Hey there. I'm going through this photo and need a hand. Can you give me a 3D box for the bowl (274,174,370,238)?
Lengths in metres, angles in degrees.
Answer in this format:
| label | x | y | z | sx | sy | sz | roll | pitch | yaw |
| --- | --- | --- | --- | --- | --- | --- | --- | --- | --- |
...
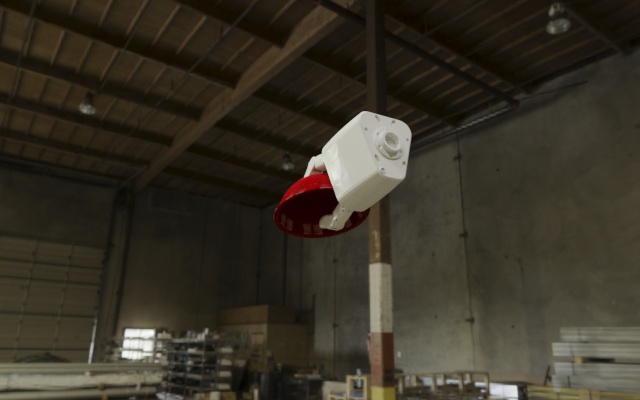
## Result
| label | x | y | z | sx | sy | sz | roll | pitch | yaw |
| --- | --- | --- | --- | --- | --- | --- | --- | --- | --- |
| bowl | -0.001 | 0.003 | 0.808 | 0.162 | 0.055 | 0.162 | -6 | -32 | -4 |
